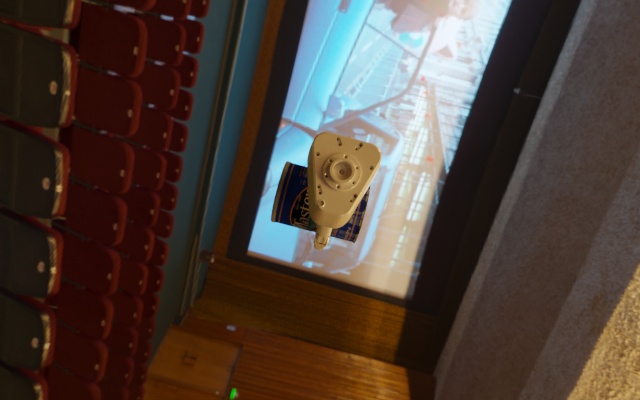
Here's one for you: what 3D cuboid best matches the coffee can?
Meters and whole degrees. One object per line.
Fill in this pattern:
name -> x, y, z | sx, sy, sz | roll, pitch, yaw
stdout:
coffee can -> 0.000, 0.003, 0.778 | 0.140, 0.103, 0.103 | 14, 0, 0
